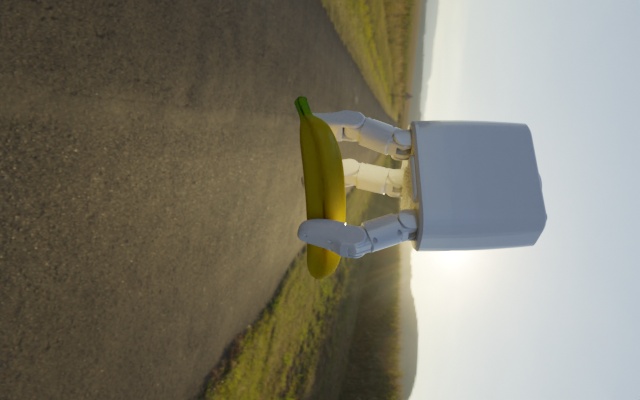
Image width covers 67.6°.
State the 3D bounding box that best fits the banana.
[{"bbox_3d":[0.002,0.007,0.449,0.037,0.198,0.069,-6,28,-6],"label":"banana"}]
